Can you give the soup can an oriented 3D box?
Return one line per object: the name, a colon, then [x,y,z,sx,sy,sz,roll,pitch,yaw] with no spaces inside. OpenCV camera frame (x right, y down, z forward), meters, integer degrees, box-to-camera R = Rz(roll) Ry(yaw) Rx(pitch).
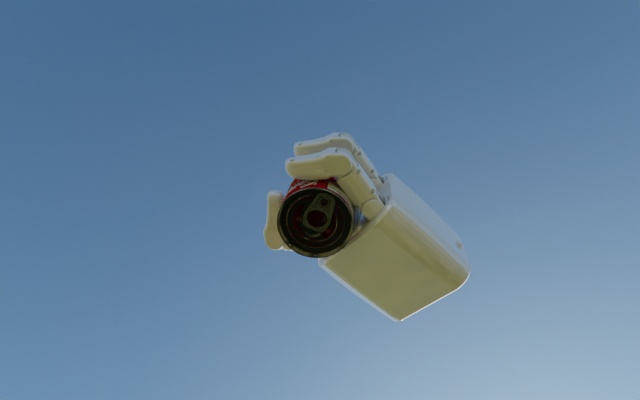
soup can: [0.000,0.001,0.463,0.068,0.068,0.102,0,23,6]
